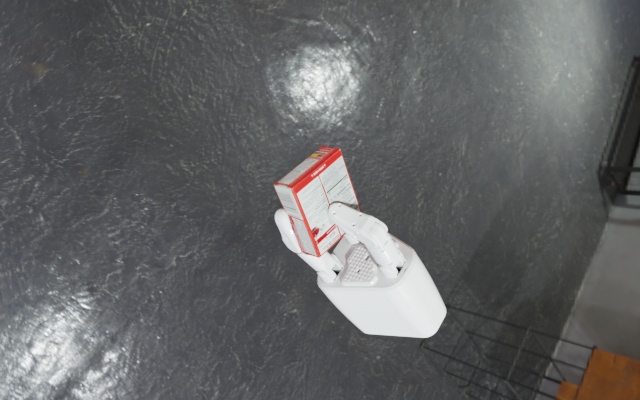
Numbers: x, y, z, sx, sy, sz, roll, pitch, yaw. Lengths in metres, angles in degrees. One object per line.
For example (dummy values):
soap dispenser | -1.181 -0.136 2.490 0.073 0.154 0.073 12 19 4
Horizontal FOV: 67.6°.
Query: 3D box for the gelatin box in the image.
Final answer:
gelatin box | 0.000 0.001 0.481 0.030 0.089 0.073 14 45 43
